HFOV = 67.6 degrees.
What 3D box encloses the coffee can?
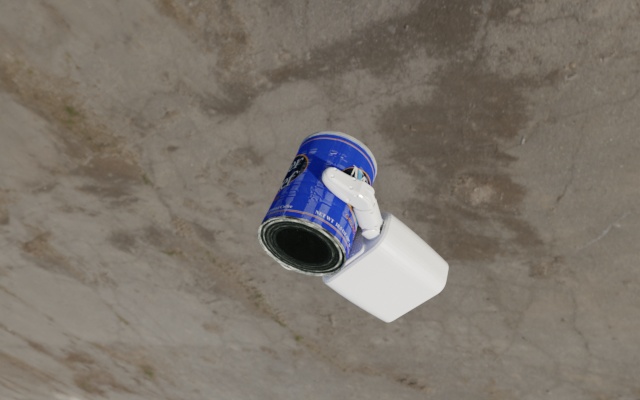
[{"bbox_3d":[0.000,0.002,0.559,0.103,0.140,0.103,14,-39,11],"label":"coffee can"}]
